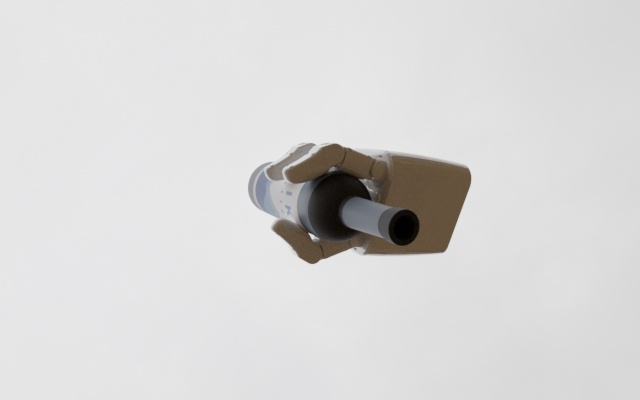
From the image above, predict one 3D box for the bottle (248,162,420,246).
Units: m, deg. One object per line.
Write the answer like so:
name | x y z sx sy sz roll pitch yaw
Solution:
bottle | 0.000 0.002 0.480 0.069 0.069 0.295 0 7 -25
